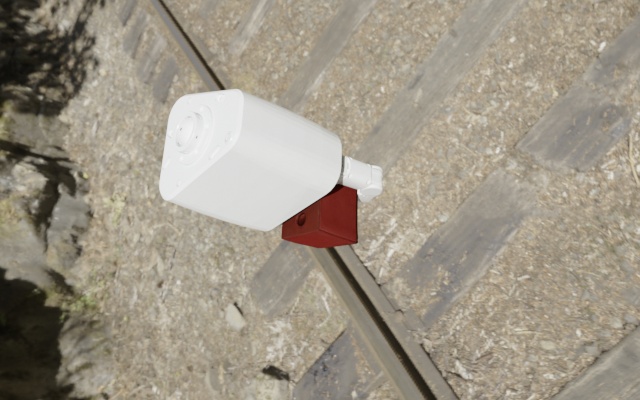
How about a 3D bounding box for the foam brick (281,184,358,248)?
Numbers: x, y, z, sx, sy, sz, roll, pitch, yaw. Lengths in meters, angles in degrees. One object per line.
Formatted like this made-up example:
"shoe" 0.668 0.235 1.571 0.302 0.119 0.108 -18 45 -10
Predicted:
"foam brick" 0.000 0.002 0.447 0.053 0.078 0.051 -15 -24 42
